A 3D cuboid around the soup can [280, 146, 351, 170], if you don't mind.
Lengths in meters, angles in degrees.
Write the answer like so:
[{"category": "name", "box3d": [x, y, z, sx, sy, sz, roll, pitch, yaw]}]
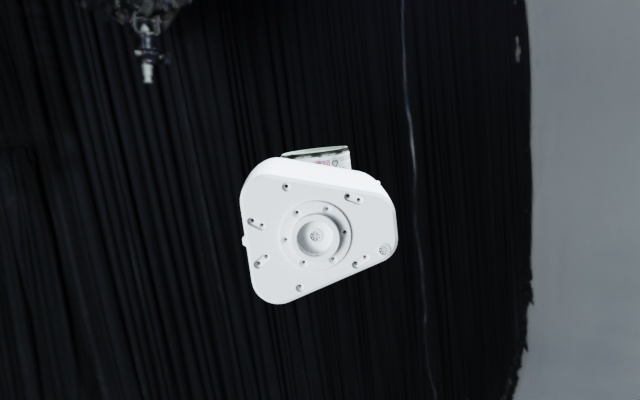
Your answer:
[{"category": "soup can", "box3d": [0.000, 0.001, 0.468, 0.068, 0.102, 0.068, -7, 9, 1]}]
